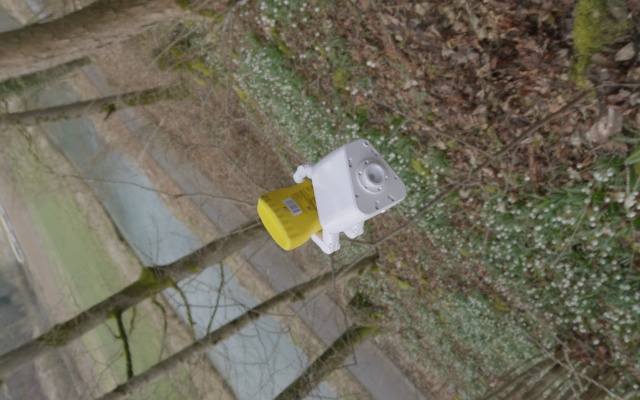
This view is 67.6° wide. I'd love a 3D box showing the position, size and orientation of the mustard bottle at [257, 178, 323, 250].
[{"bbox_3d":[0.000,0.003,0.783,0.191,0.096,0.058,-24,-29,-28],"label":"mustard bottle"}]
